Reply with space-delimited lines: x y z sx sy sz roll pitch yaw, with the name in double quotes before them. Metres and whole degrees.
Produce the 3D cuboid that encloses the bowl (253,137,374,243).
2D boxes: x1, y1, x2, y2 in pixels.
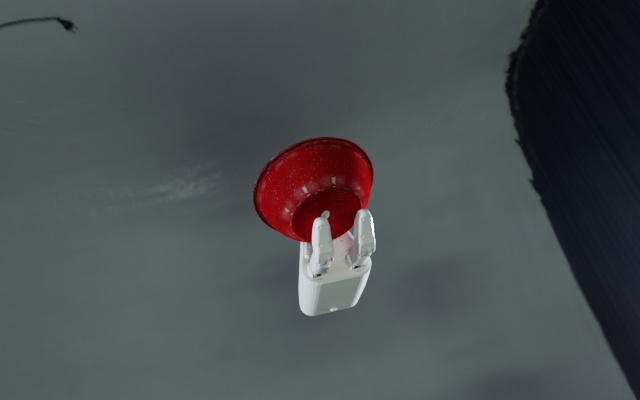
"bowl" 0.000 0.001 0.595 0.162 0.162 0.055 0 40 -22
